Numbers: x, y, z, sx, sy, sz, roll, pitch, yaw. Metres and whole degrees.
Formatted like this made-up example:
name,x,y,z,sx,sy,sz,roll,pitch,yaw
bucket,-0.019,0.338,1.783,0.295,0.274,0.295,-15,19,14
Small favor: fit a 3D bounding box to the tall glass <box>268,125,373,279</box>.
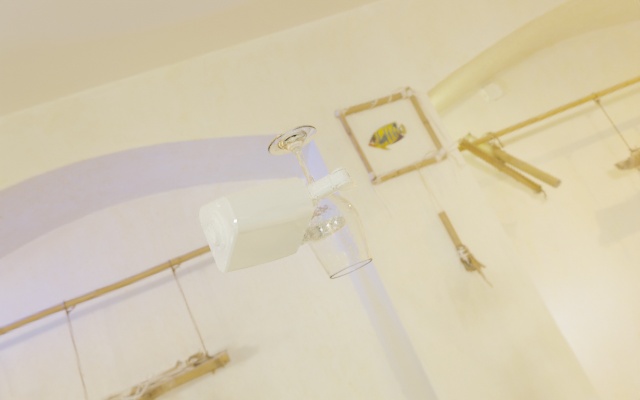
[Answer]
name,x,y,z,sx,sy,sz,roll,pitch,yaw
tall glass,0.000,0.001,0.646,0.079,0.201,0.079,-23,-15,-7
